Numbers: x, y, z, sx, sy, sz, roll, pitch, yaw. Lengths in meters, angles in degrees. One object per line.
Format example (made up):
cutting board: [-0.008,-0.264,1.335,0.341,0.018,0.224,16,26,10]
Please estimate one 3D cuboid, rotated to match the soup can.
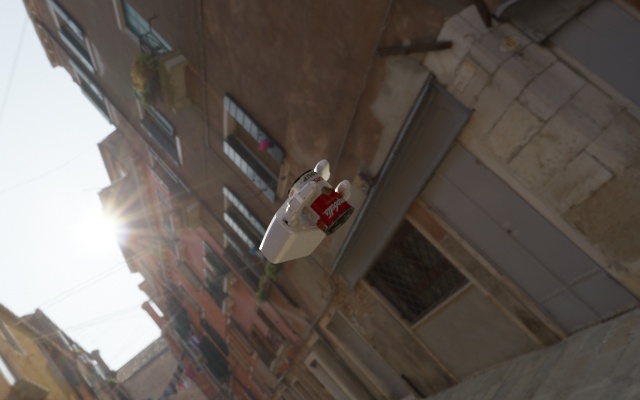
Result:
soup can: [0.000,0.002,0.838,0.102,0.068,0.068,45,14,15]
